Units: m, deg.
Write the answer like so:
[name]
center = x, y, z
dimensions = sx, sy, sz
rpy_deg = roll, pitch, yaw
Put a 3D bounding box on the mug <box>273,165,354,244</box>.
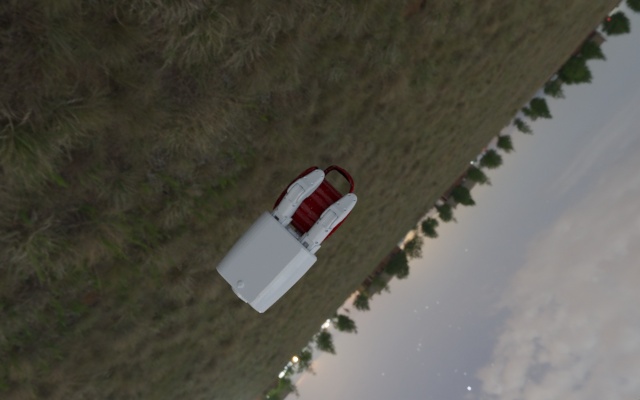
[mug]
center = 0.001, 0.001, 0.695
dimensions = 0.081, 0.117, 0.093
rpy_deg = 43, -2, 11
